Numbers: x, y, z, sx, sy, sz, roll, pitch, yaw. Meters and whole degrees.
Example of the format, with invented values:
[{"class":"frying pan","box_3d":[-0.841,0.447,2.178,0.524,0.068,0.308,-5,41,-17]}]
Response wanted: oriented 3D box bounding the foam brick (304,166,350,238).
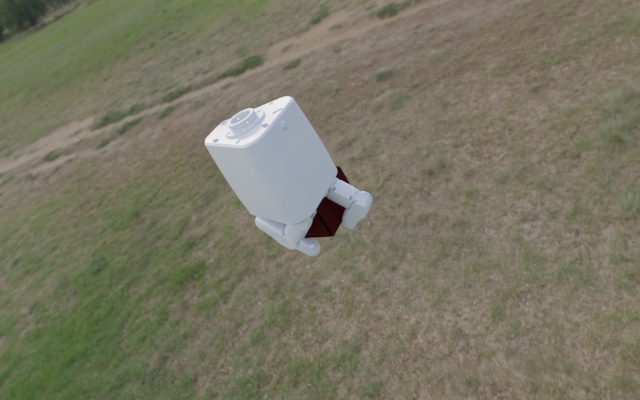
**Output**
[{"class":"foam brick","box_3d":[0.000,0.002,0.598,0.053,0.051,0.078,-6,38,37]}]
